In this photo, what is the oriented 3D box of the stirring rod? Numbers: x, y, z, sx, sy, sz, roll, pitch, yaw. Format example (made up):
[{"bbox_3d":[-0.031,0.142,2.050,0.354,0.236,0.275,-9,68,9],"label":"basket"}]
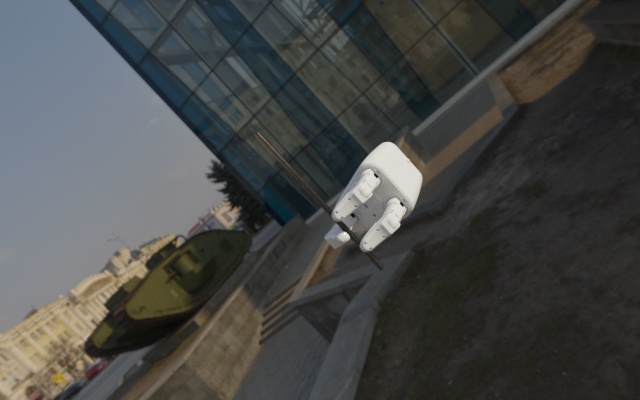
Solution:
[{"bbox_3d":[0.000,0.002,0.620,0.011,0.239,0.011,-42,5,5],"label":"stirring rod"}]
